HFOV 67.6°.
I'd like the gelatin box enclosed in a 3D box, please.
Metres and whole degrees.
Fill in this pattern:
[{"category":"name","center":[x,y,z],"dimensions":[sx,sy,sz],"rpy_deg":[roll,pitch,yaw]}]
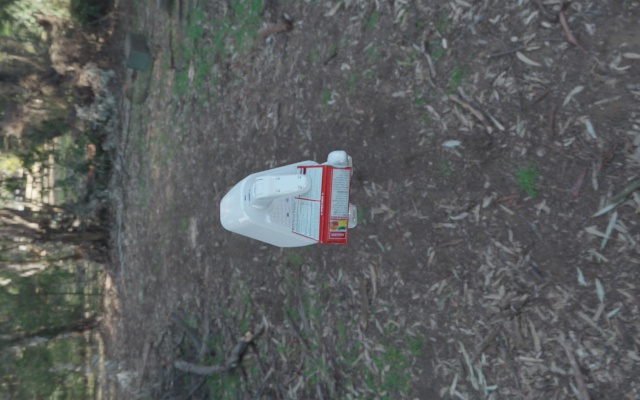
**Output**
[{"category":"gelatin box","center":[0.000,0.002,0.479],"dimensions":[0.030,0.073,0.089],"rpy_deg":[3,2,-21]}]
